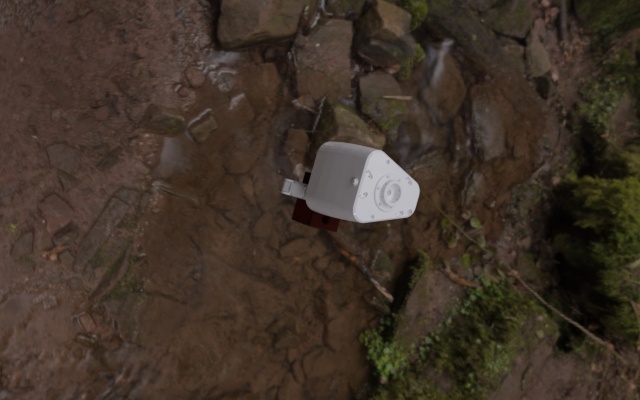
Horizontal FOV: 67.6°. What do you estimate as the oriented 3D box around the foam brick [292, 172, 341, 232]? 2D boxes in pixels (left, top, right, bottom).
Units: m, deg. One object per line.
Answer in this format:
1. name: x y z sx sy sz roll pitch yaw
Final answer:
1. foam brick: 0.000 0.003 0.708 0.053 0.078 0.051 15 1 -37
